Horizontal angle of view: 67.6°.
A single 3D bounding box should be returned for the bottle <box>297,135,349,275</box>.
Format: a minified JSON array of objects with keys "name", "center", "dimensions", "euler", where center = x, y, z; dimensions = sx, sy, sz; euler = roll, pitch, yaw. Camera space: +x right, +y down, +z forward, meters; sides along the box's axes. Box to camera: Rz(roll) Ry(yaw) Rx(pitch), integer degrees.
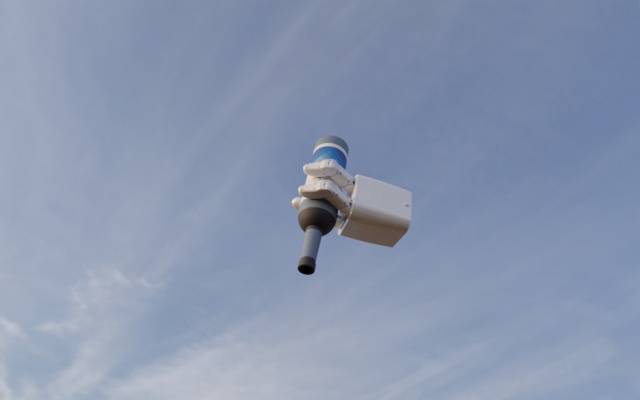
[{"name":"bottle","center":[0.000,0.003,0.835],"dimensions":[0.069,0.295,0.069],"euler":[6,-44,6]}]
